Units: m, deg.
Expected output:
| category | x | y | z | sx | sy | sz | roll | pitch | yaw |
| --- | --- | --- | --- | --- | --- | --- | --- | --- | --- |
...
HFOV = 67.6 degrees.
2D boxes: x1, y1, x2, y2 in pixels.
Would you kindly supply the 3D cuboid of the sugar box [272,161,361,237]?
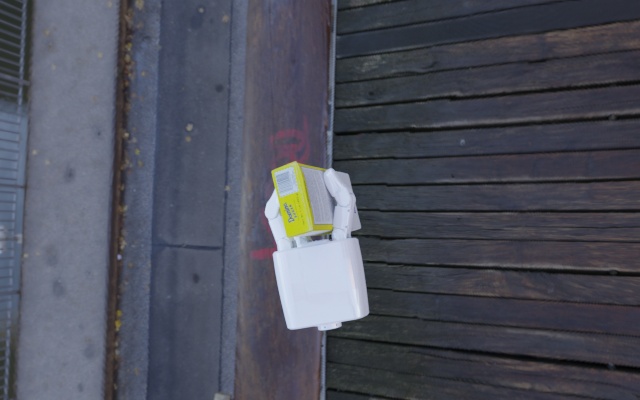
| category | x | y | z | sx | sy | sz | roll | pitch | yaw |
| --- | --- | --- | --- | --- | --- | --- | --- | --- | --- |
| sugar box | 0.000 | 0.003 | 0.682 | 0.048 | 0.093 | 0.176 | -16 | -10 | 21 |
